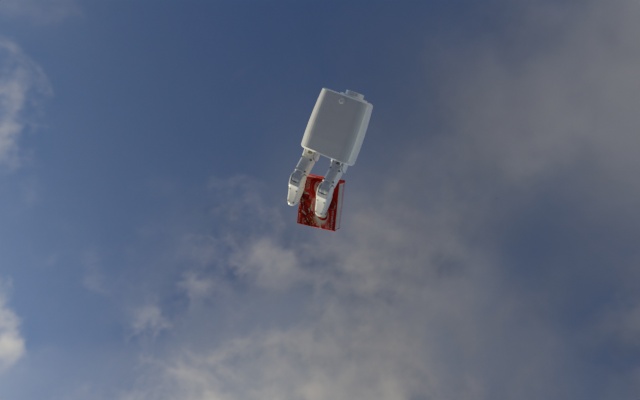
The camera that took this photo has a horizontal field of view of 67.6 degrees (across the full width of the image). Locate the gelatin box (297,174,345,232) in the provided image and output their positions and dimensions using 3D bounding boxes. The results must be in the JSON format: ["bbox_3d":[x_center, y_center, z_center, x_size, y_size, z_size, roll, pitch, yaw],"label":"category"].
[{"bbox_3d":[0.000,0.003,0.831,0.073,0.089,0.030,11,13,22],"label":"gelatin box"}]
